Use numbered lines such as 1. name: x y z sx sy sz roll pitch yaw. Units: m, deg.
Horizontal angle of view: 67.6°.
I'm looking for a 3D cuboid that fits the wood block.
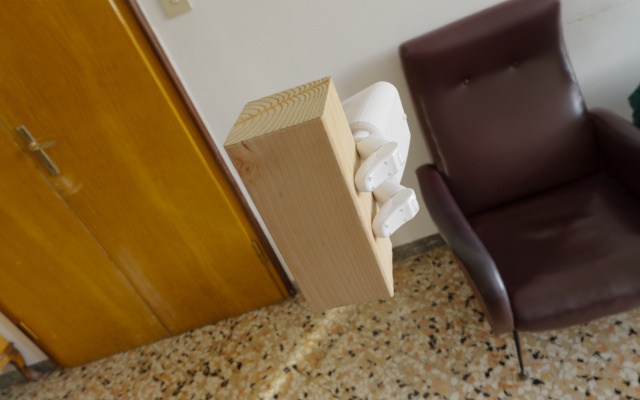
1. wood block: 0.000 0.001 0.467 0.091 0.206 0.090 -14 33 16
